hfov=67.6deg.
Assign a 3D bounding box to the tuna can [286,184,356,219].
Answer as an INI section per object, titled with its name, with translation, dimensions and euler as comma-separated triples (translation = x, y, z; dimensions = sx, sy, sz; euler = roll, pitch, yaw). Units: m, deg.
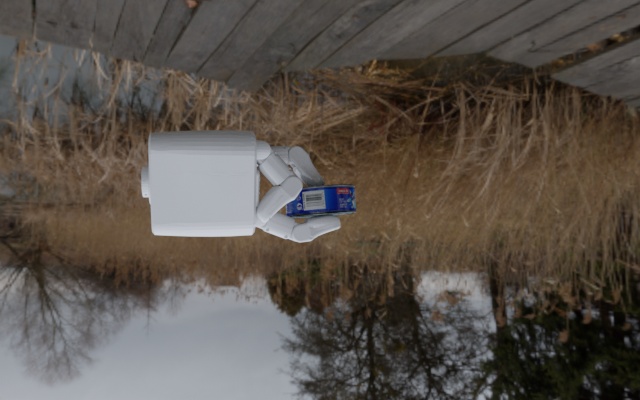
[tuna can]
translation = 0.000, 0.002, 0.576
dimensions = 0.086, 0.034, 0.086
euler = -5, -4, 0
